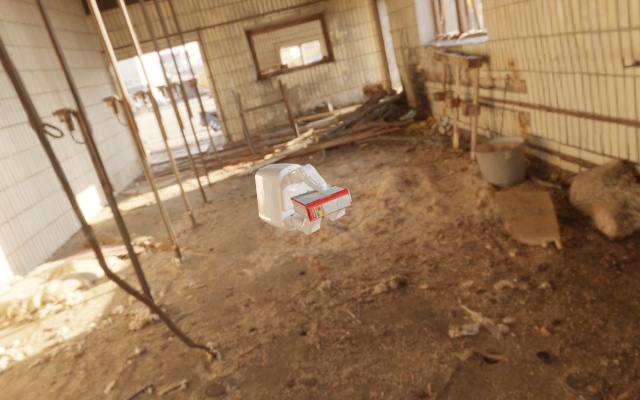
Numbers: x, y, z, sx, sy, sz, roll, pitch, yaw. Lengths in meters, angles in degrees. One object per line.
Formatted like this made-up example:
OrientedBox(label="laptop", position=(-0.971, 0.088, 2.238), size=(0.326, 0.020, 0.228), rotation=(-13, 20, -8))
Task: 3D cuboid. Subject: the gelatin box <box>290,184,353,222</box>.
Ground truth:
OrientedBox(label="gelatin box", position=(0.000, 0.002, 0.759), size=(0.073, 0.030, 0.089), rotation=(-21, 14, -15))
